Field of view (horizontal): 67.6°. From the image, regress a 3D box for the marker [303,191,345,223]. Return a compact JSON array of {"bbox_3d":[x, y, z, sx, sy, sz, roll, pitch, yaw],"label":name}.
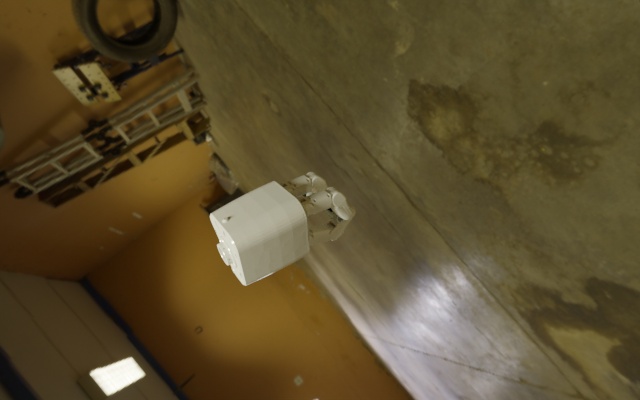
[{"bbox_3d":[0.000,0.002,0.750,0.020,0.020,0.121,0,23,-34],"label":"marker"}]
